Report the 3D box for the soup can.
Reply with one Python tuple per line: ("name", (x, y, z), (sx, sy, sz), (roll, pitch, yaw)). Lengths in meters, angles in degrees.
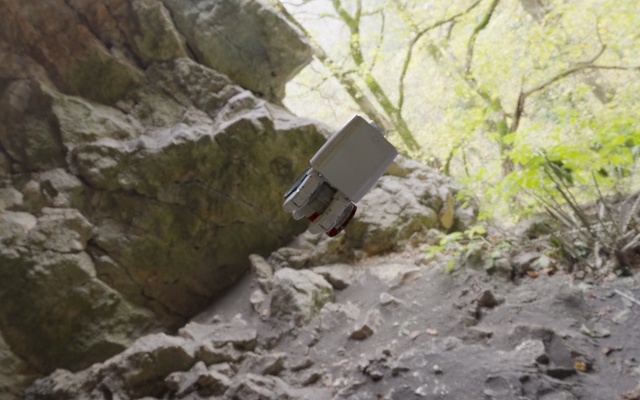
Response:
("soup can", (0.000, 0.003, 0.775), (0.102, 0.068, 0.068), (41, -9, -10))
